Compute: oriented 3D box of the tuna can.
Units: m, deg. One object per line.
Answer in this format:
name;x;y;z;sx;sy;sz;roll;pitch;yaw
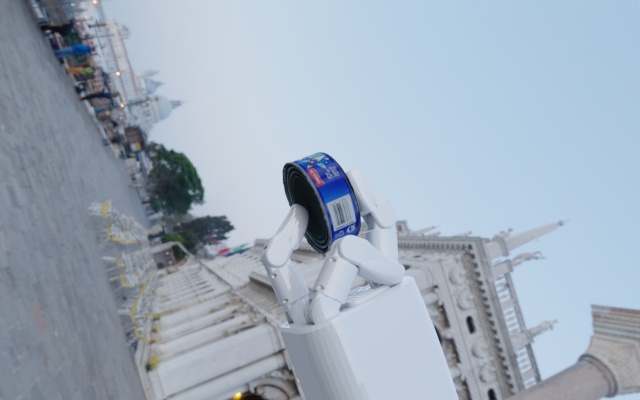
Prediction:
tuna can;0.001;0.001;0.422;0.034;0.086;0.086;-23;8;-19
